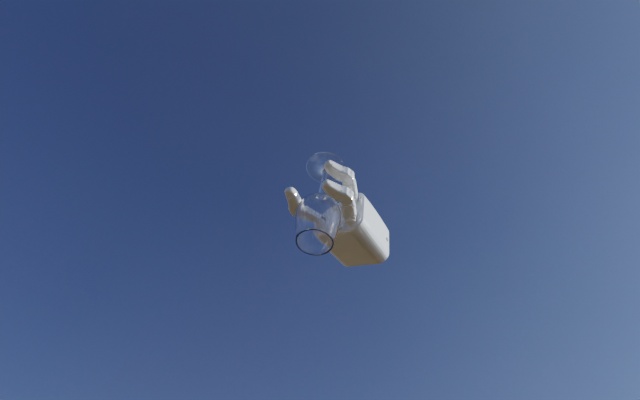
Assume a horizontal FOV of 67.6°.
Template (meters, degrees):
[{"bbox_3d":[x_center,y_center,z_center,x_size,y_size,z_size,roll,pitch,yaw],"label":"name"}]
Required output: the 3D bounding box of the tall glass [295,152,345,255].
[{"bbox_3d":[0.000,0.002,0.842,0.079,0.079,0.200,0,41,8],"label":"tall glass"}]
